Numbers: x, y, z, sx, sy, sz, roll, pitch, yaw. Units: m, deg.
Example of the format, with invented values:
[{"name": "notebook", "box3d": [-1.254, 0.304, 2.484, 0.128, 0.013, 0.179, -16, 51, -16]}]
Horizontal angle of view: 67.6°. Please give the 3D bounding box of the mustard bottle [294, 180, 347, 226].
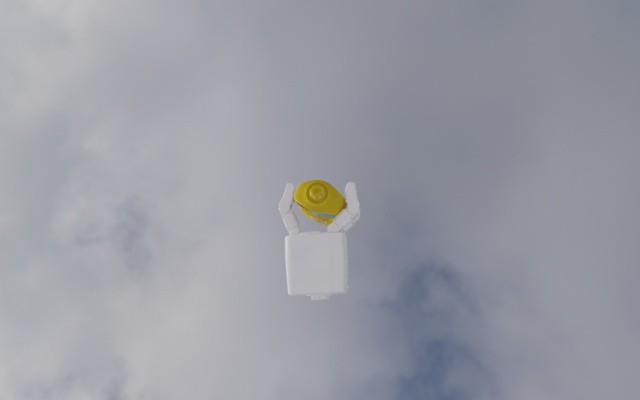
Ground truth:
[{"name": "mustard bottle", "box3d": [0.000, 0.003, 0.882, 0.096, 0.058, 0.192, 21, -9, 9]}]
